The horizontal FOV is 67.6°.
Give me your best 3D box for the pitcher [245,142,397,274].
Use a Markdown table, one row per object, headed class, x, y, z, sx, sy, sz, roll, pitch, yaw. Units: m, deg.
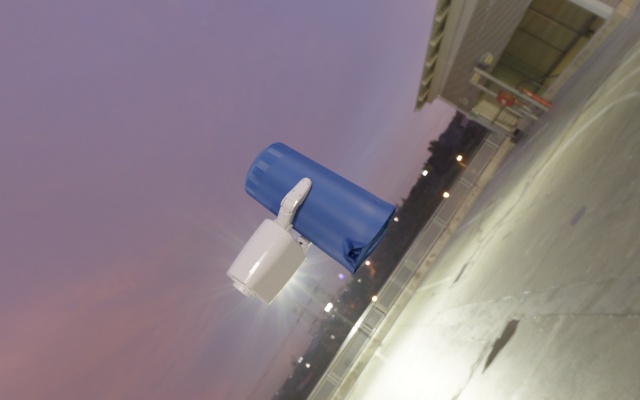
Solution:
| class | x | y | z | sx | sy | sz | roll | pitch | yaw |
| --- | --- | --- | --- | --- | --- | --- | --- | --- | --- |
| pitcher | 0.000 | 0.003 | 0.817 | 0.243 | 0.145 | 0.149 | 34 | -17 | 11 |
